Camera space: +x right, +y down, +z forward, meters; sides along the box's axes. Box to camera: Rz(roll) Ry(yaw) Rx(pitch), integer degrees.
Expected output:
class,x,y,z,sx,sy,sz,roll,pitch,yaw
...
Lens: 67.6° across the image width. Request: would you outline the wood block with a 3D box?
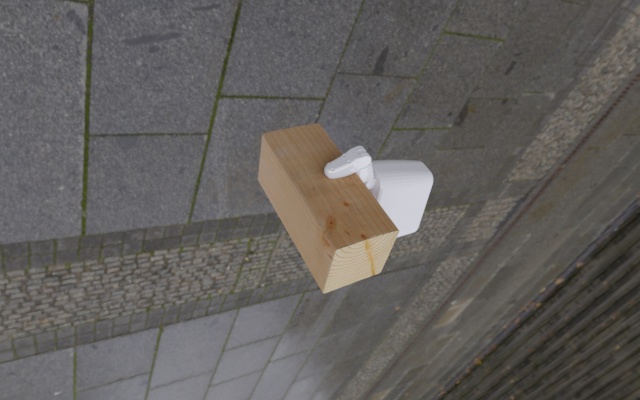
class,x,y,z,sx,sy,sz,roll,pitch,yaw
wood block,0.001,0.002,0.623,0.090,0.206,0.091,-15,-38,-26
